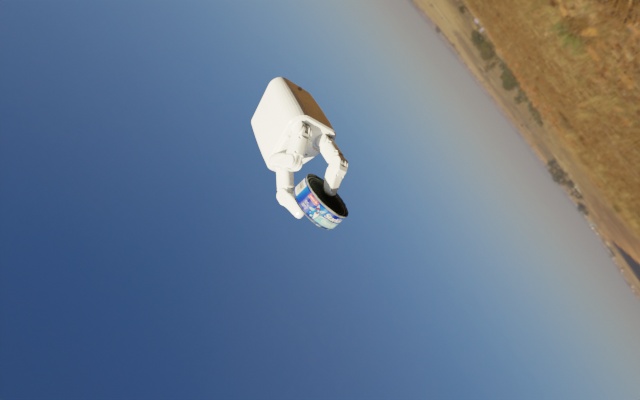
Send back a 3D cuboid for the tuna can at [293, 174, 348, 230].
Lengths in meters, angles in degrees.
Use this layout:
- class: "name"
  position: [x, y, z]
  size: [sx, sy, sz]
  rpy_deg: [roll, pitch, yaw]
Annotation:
- class: "tuna can"
  position: [0.000, 0.003, 0.716]
  size: [0.034, 0.086, 0.086]
  rpy_deg: [-43, -17, 19]
